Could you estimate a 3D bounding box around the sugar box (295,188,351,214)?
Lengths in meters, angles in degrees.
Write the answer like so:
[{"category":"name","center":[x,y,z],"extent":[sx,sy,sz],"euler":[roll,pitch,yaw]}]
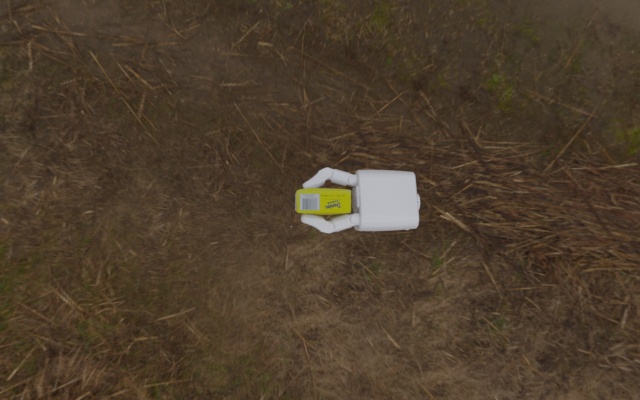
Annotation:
[{"category":"sugar box","center":[0.000,0.003,0.883],"extent":[0.093,0.048,0.176],"euler":[1,-3,-3]}]
